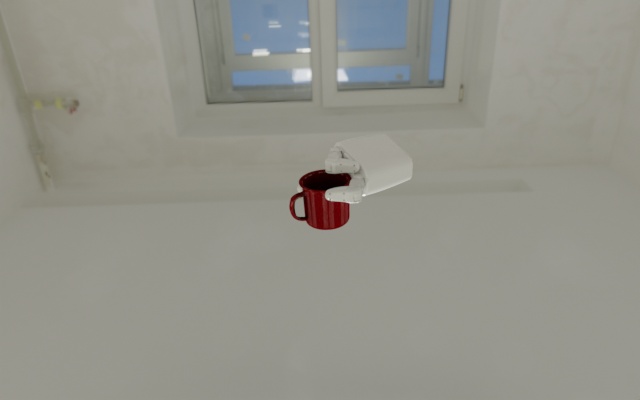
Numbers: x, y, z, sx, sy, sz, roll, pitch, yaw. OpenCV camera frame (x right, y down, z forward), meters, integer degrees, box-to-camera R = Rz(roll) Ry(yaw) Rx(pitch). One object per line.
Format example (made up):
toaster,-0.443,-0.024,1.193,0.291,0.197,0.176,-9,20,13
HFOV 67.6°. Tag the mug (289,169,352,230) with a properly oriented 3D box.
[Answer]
mug,-0.001,0.003,0.846,0.117,0.081,0.093,-17,30,-24
